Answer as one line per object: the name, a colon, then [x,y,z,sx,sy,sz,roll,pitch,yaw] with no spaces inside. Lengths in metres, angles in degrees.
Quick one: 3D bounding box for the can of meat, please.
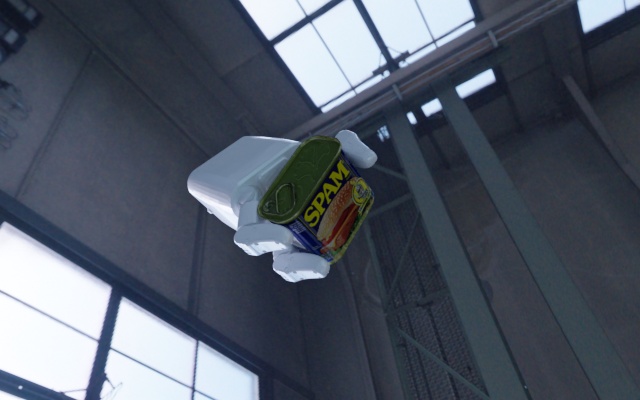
can of meat: [0.000,0.002,0.476,0.057,0.102,0.084,14,-27,45]
